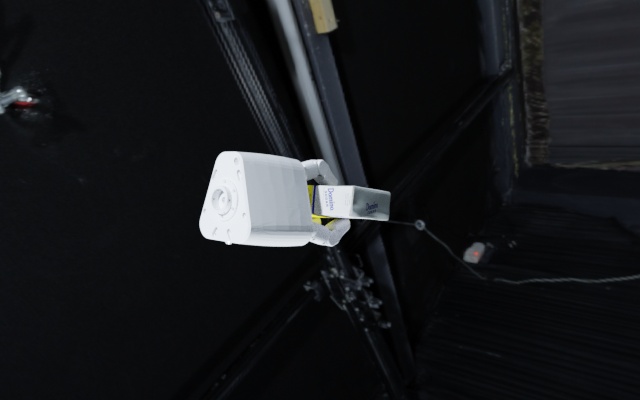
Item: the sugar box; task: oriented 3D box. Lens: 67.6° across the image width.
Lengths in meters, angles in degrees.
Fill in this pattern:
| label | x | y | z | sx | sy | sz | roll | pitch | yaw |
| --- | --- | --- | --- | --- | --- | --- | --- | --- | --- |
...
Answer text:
| label | x | y | z | sx | sy | sz | roll | pitch | yaw |
| --- | --- | --- | --- | --- | --- | --- | --- | --- | --- |
| sugar box | 0.000 | 0.003 | 0.678 | 0.176 | 0.048 | 0.093 | 5 | -1 | 40 |
